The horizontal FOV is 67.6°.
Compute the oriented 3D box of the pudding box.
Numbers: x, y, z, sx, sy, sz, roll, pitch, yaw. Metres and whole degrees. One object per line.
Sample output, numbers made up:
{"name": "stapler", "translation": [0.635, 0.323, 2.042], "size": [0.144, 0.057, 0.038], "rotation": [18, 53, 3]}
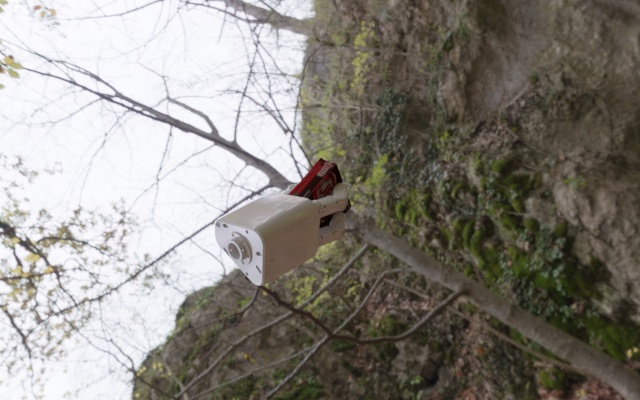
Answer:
{"name": "pudding box", "translation": [0.000, 0.002, 0.757], "size": [0.039, 0.090, 0.114], "rotation": [27, -24, 31]}
